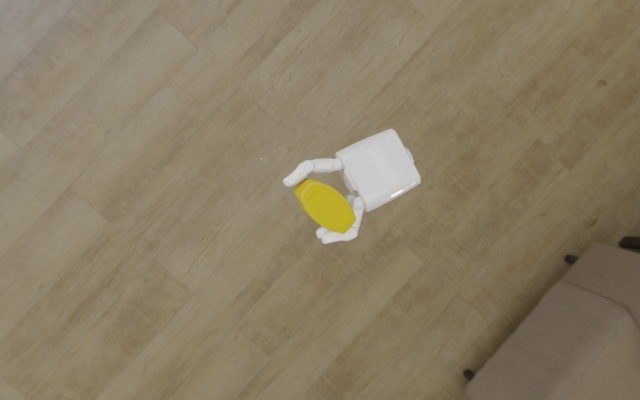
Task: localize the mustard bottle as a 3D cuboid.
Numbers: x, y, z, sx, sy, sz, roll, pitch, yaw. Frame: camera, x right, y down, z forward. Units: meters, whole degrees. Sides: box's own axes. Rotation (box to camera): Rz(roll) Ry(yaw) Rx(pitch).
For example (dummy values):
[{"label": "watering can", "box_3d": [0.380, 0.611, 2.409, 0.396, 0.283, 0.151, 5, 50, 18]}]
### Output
[{"label": "mustard bottle", "box_3d": [0.000, 0.003, 0.809, 0.096, 0.058, 0.191, 40, -1, -9]}]
